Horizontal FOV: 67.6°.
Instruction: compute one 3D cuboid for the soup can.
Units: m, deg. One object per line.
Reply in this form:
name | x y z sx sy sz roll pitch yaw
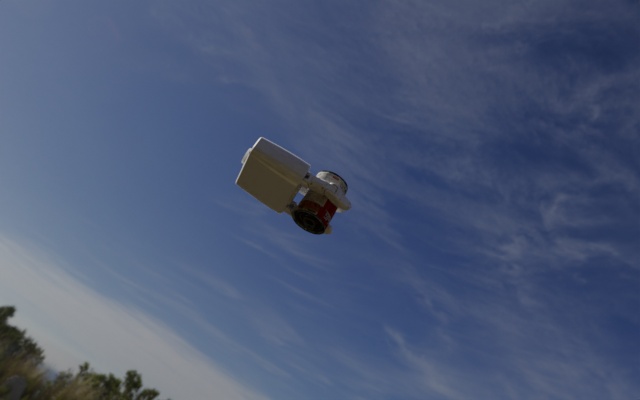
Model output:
soup can | 0.001 0.003 0.884 0.068 0.102 0.069 22 -31 14
